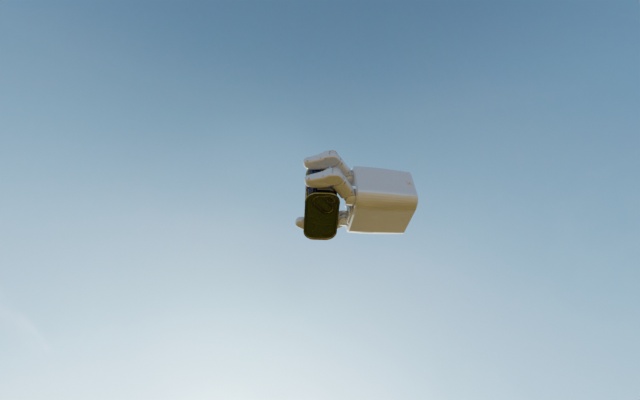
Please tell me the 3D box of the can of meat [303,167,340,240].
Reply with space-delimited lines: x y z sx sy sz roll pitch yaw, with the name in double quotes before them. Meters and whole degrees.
"can of meat" 0.000 0.003 0.820 0.057 0.102 0.084 1 39 -3
